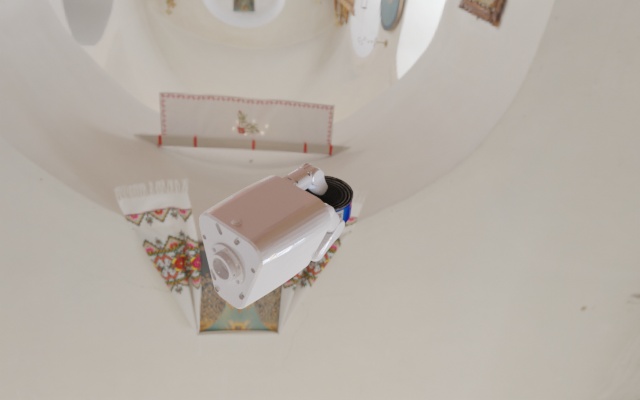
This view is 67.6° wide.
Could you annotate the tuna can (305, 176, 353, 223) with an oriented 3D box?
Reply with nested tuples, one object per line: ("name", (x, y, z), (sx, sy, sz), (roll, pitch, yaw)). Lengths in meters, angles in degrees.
("tuna can", (0.000, 0.003, 0.639), (0.086, 0.034, 0.086), (2, 34, -2))
